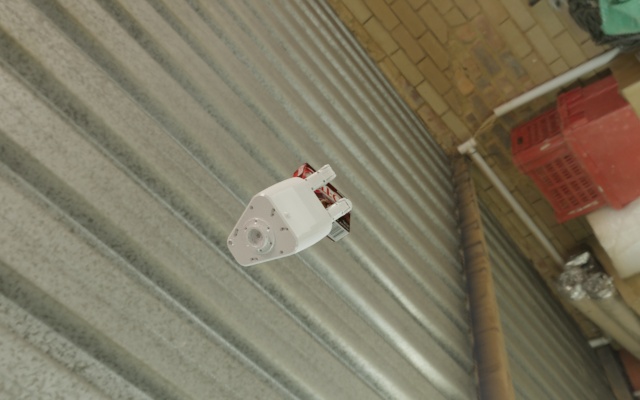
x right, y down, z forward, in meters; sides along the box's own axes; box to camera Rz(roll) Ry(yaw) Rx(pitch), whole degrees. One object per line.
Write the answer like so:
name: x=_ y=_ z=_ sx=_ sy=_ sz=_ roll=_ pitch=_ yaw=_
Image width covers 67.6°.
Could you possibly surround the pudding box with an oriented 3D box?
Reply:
pudding box: x=0.000 y=0.003 z=0.784 sx=0.039 sy=0.113 sz=0.090 roll=-36 pitch=24 yaw=26
